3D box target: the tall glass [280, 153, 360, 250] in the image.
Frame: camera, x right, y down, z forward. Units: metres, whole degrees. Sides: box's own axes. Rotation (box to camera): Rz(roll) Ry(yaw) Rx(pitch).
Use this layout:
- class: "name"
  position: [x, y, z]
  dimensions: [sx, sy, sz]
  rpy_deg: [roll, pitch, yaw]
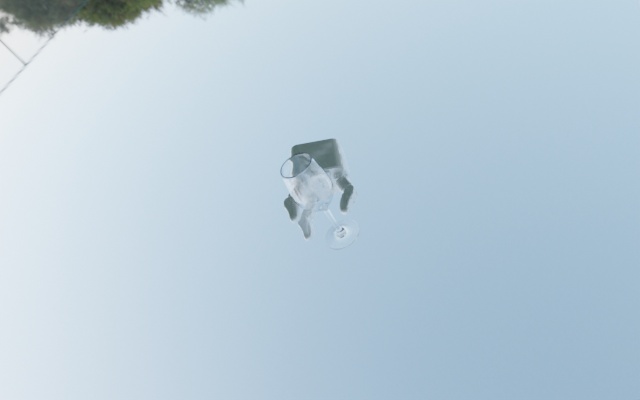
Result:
- class: "tall glass"
  position: [0.001, 0.003, 0.888]
  dimensions: [0.079, 0.079, 0.201]
  rpy_deg: [0, -40, 35]
